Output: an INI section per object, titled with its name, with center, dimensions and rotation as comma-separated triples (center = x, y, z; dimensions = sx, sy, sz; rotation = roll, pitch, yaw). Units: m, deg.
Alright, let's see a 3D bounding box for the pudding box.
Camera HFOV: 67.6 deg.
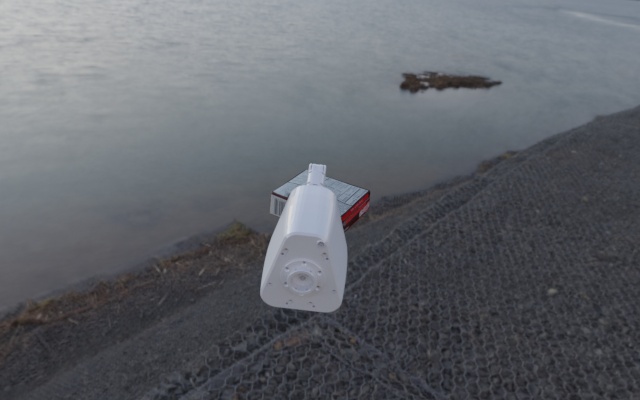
[pudding box]
center = 0.000, 0.002, 0.662
dimensions = 0.113, 0.039, 0.090
rotation = 21, 34, 25
